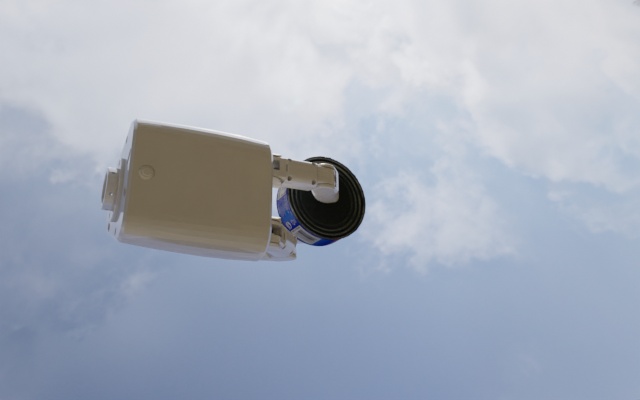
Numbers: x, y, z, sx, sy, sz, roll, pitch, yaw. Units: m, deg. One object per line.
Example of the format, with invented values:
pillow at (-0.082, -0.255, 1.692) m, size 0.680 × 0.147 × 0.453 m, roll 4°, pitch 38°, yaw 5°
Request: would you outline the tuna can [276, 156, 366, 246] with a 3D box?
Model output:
tuna can at (0.000, 0.002, 0.476) m, size 0.086 × 0.086 × 0.034 m, roll 0°, pitch -19°, yaw -29°
